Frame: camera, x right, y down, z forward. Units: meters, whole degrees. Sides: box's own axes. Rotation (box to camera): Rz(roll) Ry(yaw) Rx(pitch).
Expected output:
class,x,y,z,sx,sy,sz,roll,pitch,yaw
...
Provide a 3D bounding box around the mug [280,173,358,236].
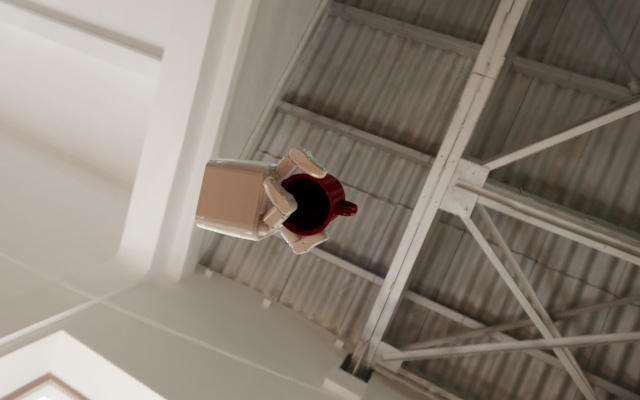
class,x,y,z,sx,sy,sz,roll,pitch,yaw
mug,0.002,0.002,0.726,0.117,0.093,0.081,10,12,19
